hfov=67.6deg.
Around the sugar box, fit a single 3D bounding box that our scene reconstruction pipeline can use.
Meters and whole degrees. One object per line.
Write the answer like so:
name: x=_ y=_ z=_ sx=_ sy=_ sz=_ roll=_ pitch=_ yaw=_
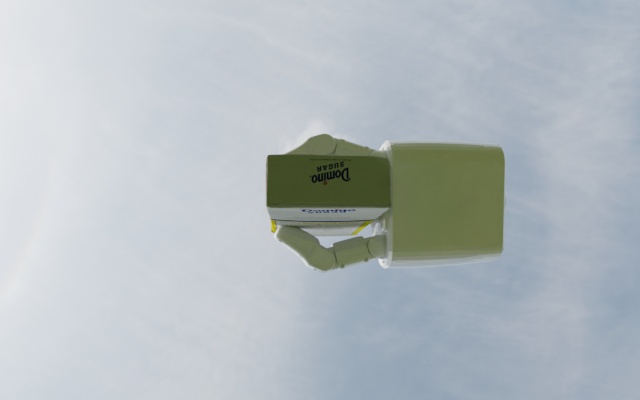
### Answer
sugar box: x=0.000 y=0.001 z=0.426 sx=0.093 sy=0.048 sz=0.176 roll=1 pitch=-13 yaw=-5
